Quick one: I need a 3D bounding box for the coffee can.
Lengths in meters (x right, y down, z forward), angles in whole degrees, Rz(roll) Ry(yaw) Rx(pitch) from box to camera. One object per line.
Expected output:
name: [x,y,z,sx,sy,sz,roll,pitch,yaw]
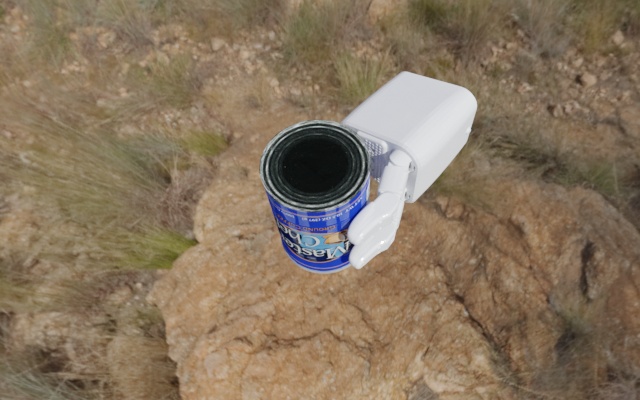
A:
coffee can: [0.000,0.002,0.493,0.103,0.102,0.140,0,-31,5]
